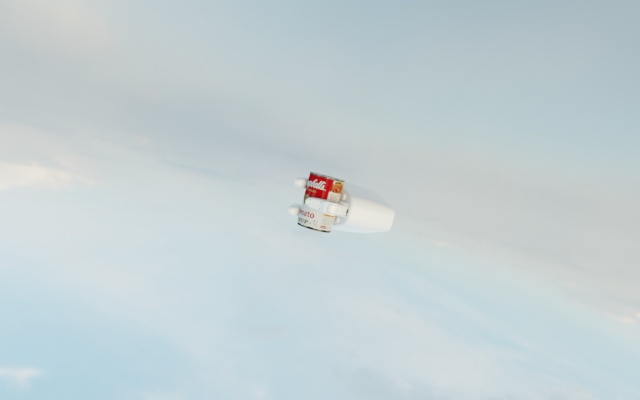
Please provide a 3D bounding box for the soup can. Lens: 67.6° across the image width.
[{"bbox_3d":[0.000,0.003,0.898,0.068,0.102,0.068,15,4,-1],"label":"soup can"}]
